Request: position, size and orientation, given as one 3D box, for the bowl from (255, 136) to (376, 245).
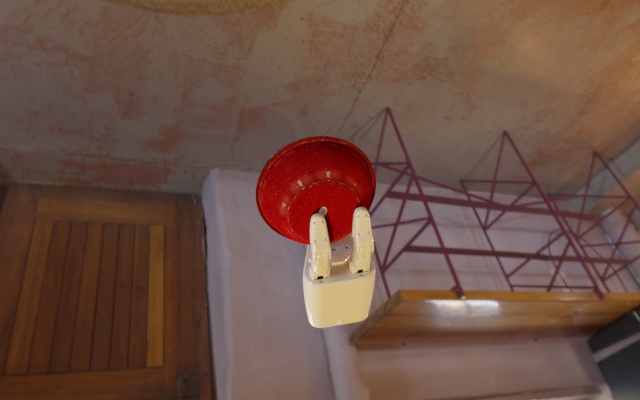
[{"bbox_3d":[0.000,0.001,0.608,0.162,0.162,0.055,0,31,-12],"label":"bowl"}]
